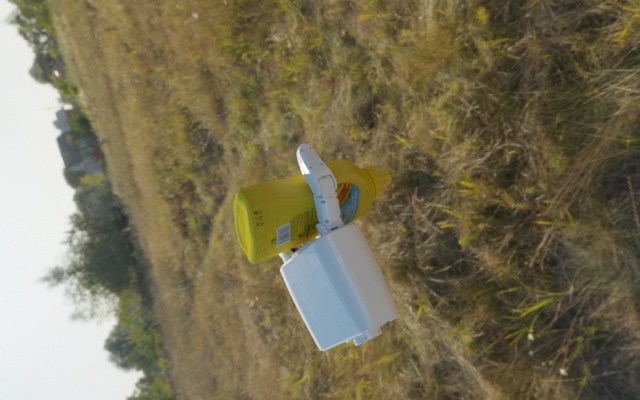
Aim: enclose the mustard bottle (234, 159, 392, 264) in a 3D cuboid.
[{"bbox_3d":[0.000,0.002,0.544,0.191,0.096,0.058,-20,50,-23],"label":"mustard bottle"}]
